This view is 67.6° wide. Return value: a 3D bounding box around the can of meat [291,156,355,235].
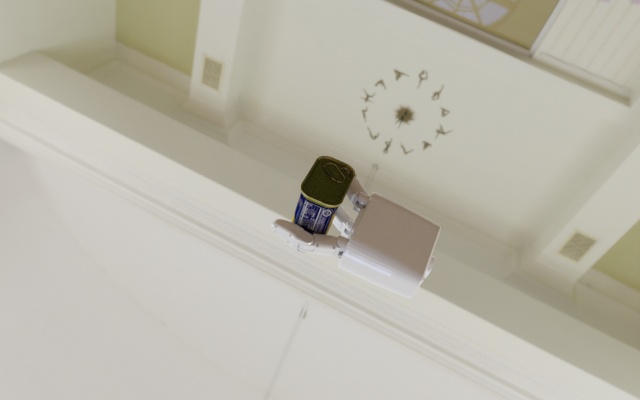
[{"bbox_3d":[0.000,0.002,0.653,0.057,0.084,0.102,23,39,3],"label":"can of meat"}]
